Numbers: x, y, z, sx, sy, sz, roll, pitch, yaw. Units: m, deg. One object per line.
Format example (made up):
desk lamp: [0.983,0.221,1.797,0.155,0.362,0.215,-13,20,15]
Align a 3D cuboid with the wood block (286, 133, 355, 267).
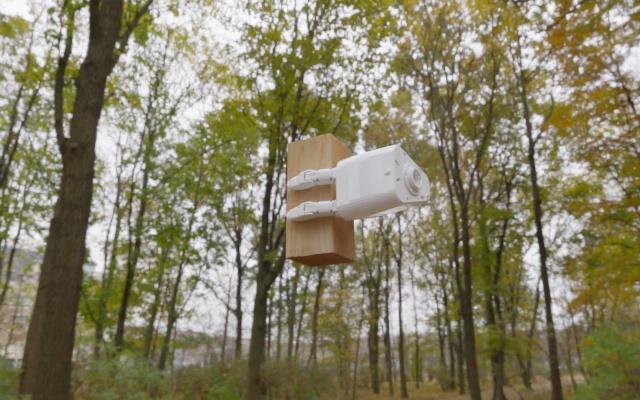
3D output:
wood block: [0.001,0.003,0.827,0.090,0.206,0.091,-10,-21,27]
